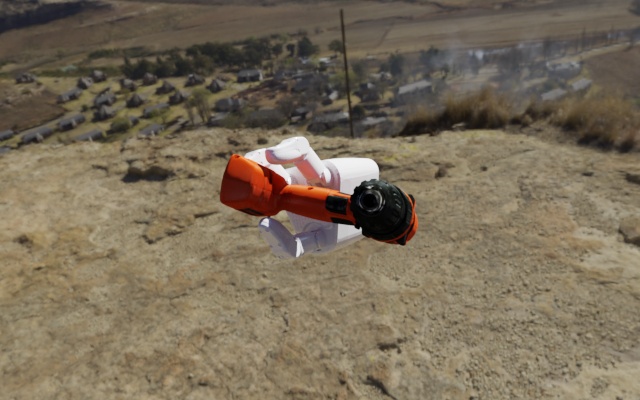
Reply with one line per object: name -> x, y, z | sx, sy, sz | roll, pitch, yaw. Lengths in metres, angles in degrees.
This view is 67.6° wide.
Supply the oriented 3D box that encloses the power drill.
power drill -> 0.000, 0.001, 0.472 | 0.187, 0.057, 0.184 | 13, -7, 18
